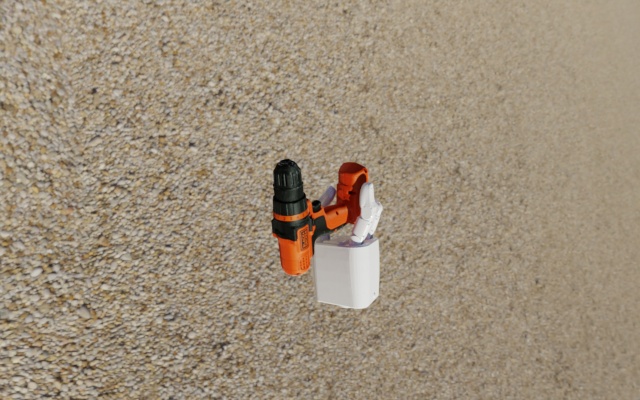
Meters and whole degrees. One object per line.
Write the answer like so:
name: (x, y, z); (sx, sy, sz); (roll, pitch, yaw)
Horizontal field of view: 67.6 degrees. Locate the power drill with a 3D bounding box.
power drill: (0.000, 0.003, 0.748); (0.057, 0.184, 0.187); (21, 35, 37)
